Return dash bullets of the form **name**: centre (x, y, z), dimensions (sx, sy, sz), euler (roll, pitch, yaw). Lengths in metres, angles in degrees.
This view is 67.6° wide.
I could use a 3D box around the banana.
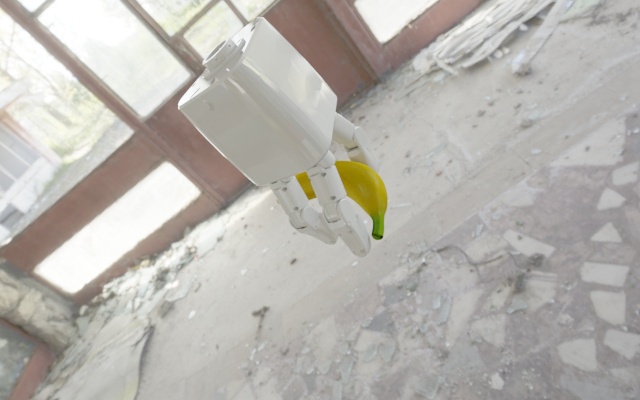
- **banana**: centre (0.012, -0.013, 0.518), dimensions (0.037, 0.069, 0.198), euler (41, -13, -30)
